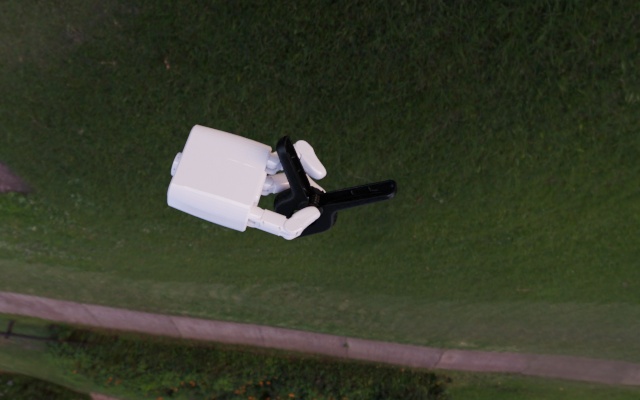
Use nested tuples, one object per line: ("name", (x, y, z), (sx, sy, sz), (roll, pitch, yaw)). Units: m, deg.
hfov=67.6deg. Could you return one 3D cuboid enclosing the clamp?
("clamp", (0.000, 0.003, 0.667), (0.164, 0.036, 0.210), (19, -34, -6))
